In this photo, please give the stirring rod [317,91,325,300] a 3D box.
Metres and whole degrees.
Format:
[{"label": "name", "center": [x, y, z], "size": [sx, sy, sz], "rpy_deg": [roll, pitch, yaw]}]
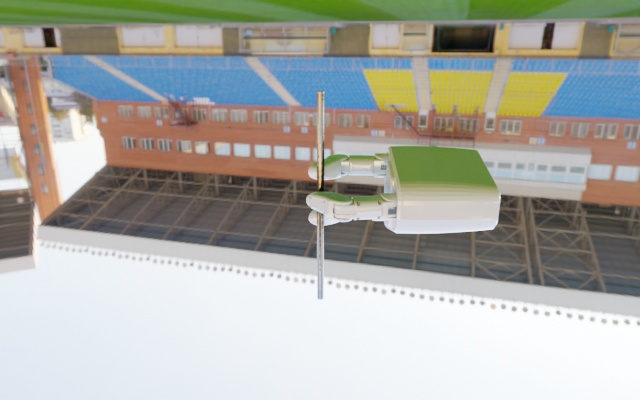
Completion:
[{"label": "stirring rod", "center": [0.000, 0.002, 0.530], "size": [0.011, 0.240, 0.011], "rpy_deg": [0, 18, 0]}]
